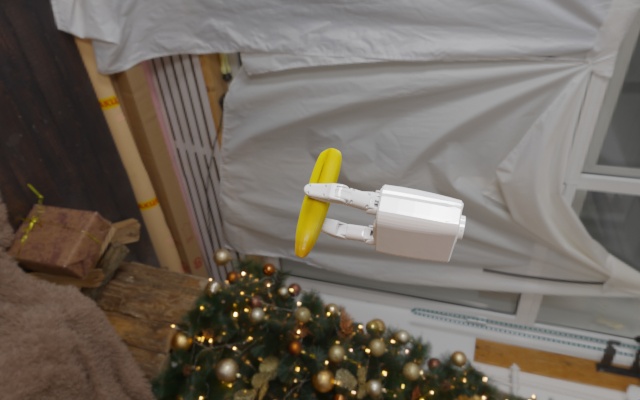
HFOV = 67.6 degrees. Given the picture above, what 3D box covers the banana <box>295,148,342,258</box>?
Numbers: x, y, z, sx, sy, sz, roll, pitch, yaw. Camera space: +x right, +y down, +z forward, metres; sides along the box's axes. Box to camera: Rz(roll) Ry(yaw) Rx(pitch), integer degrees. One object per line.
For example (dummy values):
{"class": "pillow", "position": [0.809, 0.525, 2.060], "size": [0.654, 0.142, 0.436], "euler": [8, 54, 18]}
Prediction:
{"class": "banana", "position": [0.001, -0.012, 0.683], "size": [0.037, 0.197, 0.070], "euler": [12, -39, 7]}
